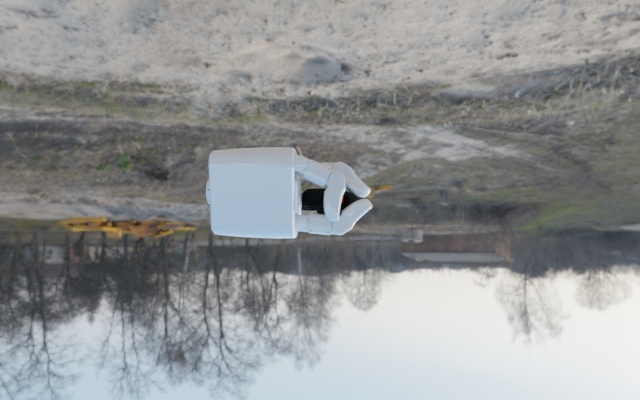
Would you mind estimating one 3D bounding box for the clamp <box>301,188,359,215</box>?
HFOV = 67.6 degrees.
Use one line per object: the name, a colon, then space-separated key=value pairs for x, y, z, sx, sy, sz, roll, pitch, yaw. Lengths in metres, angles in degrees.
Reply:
clamp: x=0.000 y=0.003 z=0.683 sx=0.120 sy=0.039 sz=0.171 roll=0 pitch=-7 yaw=2
